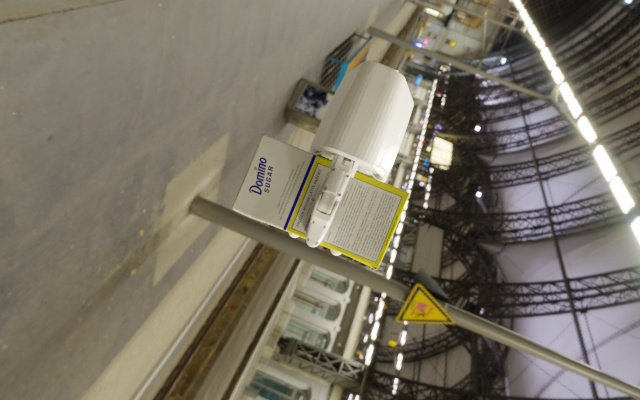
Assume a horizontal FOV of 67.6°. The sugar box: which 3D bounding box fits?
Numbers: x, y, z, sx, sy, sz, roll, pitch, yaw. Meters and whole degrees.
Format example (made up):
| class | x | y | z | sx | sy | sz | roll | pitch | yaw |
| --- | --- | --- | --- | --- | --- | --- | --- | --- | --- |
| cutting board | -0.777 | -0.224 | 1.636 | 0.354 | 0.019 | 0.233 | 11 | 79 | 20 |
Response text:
| class | x | y | z | sx | sy | sz | roll | pitch | yaw |
| --- | --- | --- | --- | --- | --- | --- | --- | --- | --- |
| sugar box | 0.000 | 0.002 | 0.541 | 0.176 | 0.093 | 0.048 | 23 | -3 | 4 |
